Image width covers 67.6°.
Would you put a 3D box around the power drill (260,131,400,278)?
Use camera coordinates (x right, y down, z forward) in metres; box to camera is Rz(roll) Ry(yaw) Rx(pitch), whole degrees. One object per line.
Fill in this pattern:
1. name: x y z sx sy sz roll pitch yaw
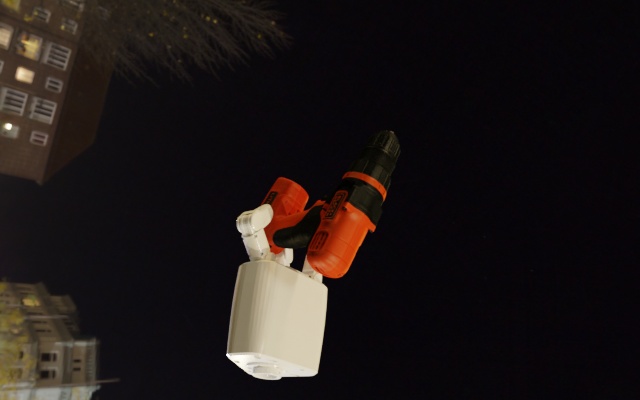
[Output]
1. power drill: 0.000 0.002 0.576 0.057 0.184 0.187 41 -26 -26
